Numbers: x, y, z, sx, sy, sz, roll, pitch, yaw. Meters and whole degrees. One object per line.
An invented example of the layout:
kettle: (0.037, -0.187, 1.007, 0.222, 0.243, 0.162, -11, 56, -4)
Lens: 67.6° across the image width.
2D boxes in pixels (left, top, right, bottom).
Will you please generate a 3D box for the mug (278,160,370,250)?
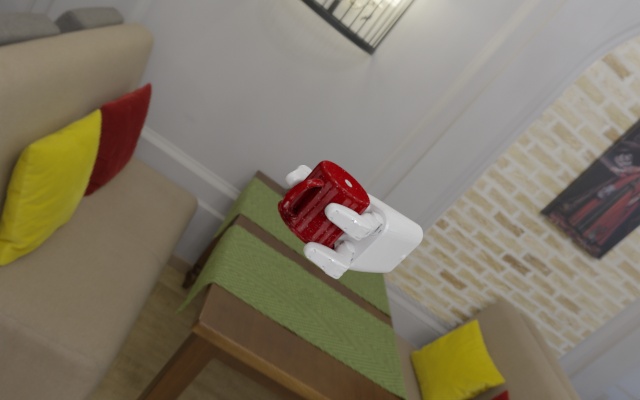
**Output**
mug: (-0.001, 0.001, 0.586, 0.117, 0.081, 0.093, 19, 29, -50)
